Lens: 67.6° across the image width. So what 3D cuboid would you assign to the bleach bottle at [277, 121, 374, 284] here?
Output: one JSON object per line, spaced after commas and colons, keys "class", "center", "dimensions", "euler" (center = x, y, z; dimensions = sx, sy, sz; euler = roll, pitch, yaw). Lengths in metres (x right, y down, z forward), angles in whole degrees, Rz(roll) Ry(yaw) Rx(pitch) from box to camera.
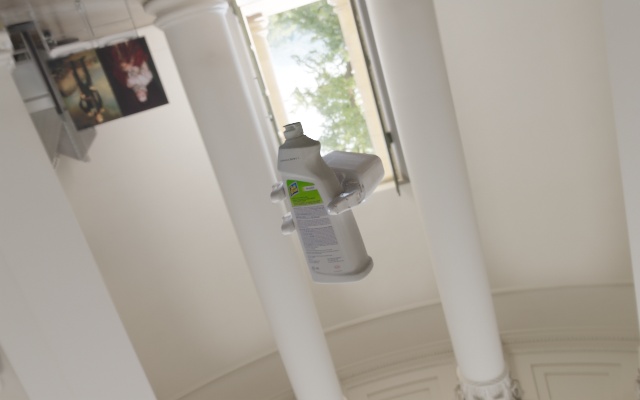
{"class": "bleach bottle", "center": [0.000, 0.002, 0.727], "dimensions": [0.102, 0.251, 0.068], "euler": [-8, 18, 29]}
